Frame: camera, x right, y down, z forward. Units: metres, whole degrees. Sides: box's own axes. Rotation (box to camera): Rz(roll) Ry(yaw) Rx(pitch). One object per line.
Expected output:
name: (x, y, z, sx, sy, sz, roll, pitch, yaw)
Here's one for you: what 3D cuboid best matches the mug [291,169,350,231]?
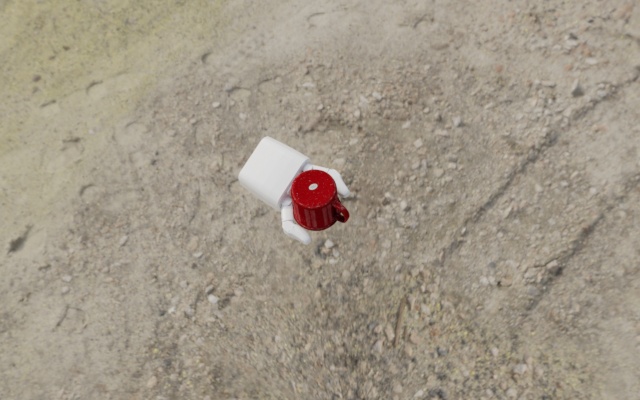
mug: (0.001, 0.003, 0.856, 0.117, 0.093, 0.081, 32, -21, 19)
